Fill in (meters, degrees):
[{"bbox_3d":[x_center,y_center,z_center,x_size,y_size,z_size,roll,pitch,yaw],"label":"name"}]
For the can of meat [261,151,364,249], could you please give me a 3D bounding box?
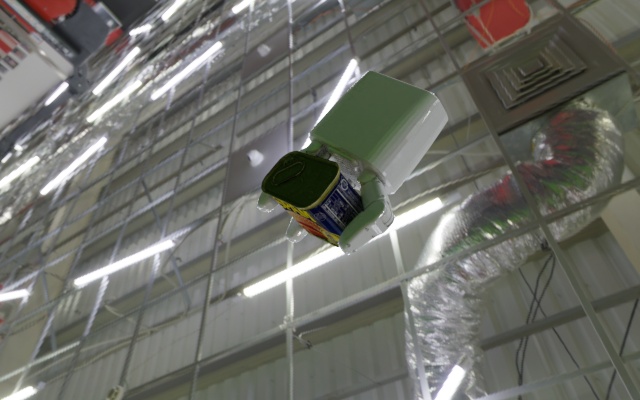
[{"bbox_3d":[0.000,0.002,0.494,0.102,0.057,0.084,22,-20,52],"label":"can of meat"}]
